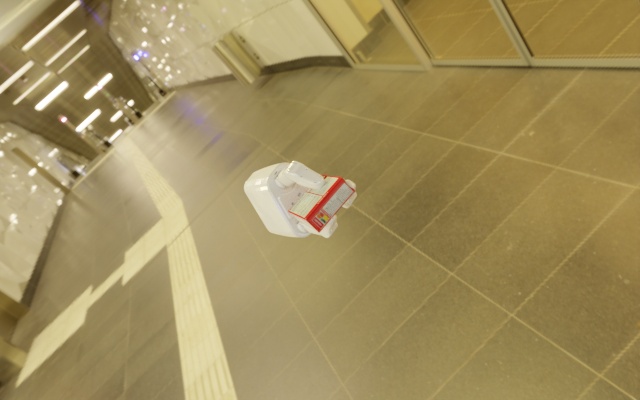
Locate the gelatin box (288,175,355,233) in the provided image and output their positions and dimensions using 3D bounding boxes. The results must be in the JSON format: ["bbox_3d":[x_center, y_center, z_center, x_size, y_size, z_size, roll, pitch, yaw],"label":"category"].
[{"bbox_3d":[0.000,0.002,0.647,0.030,0.073,0.089,44,-9,-17],"label":"gelatin box"}]
